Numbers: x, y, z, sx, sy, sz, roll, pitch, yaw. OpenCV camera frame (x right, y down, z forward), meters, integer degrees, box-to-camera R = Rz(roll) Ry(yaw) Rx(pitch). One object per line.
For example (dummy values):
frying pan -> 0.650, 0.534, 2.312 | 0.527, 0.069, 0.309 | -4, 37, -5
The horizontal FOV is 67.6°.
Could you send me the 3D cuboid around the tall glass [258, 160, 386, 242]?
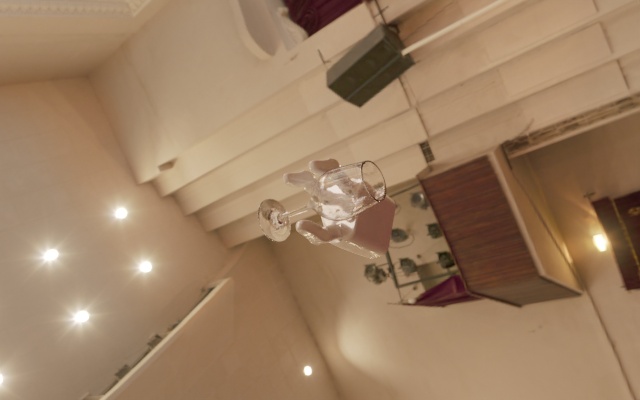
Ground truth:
tall glass -> -0.001, 0.003, 0.727 | 0.201, 0.079, 0.079 | -22, -13, 35
